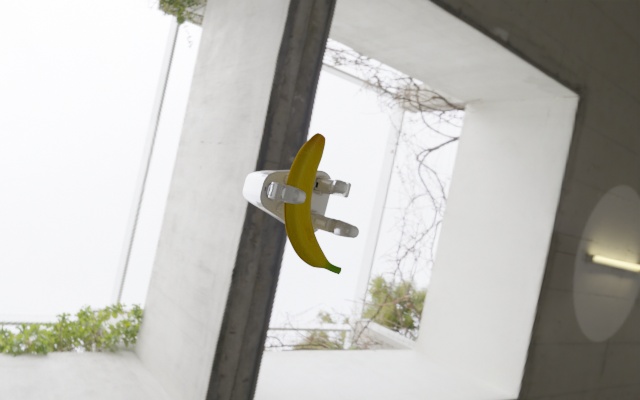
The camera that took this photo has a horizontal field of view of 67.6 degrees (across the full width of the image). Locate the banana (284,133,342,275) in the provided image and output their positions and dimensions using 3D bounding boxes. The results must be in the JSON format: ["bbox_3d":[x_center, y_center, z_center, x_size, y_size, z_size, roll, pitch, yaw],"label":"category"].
[{"bbox_3d":[-0.017,0.008,0.658,0.069,0.198,0.037,-8,6,-14],"label":"banana"}]
